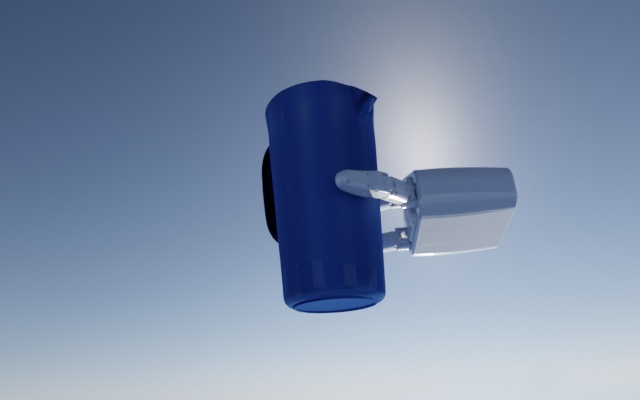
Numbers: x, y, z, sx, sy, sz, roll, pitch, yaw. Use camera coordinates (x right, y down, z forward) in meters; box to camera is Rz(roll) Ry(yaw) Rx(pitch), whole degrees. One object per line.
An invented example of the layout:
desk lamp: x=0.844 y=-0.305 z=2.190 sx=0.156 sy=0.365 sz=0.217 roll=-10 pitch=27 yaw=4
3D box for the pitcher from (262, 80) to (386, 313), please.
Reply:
pitcher: x=0.000 y=0.002 z=0.549 sx=0.145 sy=0.242 sz=0.149 roll=-3 pitch=-22 yaw=-2
